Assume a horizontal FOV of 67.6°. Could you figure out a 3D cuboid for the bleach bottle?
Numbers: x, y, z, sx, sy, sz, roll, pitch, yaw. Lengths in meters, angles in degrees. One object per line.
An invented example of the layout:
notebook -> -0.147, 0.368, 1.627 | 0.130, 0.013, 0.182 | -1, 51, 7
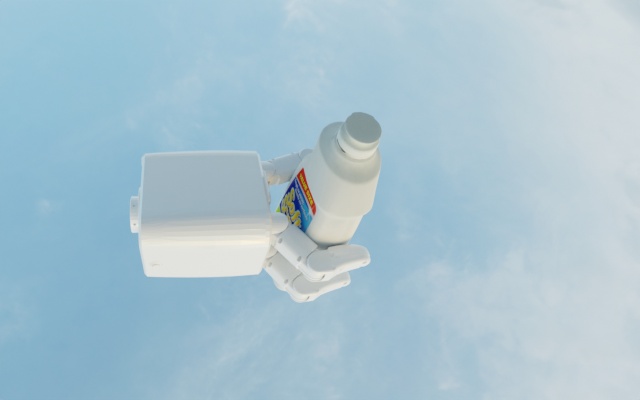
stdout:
bleach bottle -> 0.000, 0.002, 0.451 | 0.068, 0.102, 0.251 | -1, -29, -16
